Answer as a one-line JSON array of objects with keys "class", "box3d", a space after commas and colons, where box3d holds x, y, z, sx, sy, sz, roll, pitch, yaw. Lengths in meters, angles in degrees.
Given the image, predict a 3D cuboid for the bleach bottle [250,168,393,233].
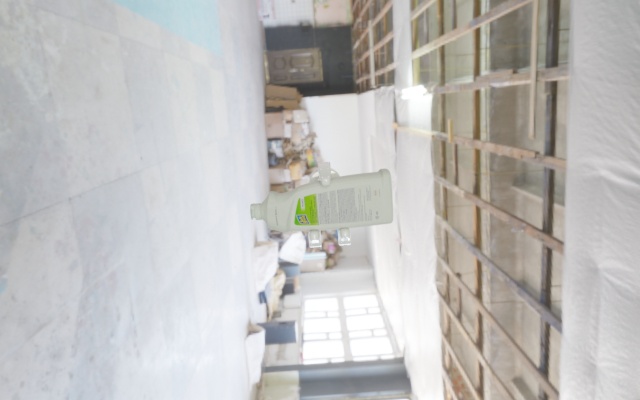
[{"class": "bleach bottle", "box3d": [0.000, 0.003, 0.855, 0.251, 0.102, 0.068, -4, 8, 0]}]
